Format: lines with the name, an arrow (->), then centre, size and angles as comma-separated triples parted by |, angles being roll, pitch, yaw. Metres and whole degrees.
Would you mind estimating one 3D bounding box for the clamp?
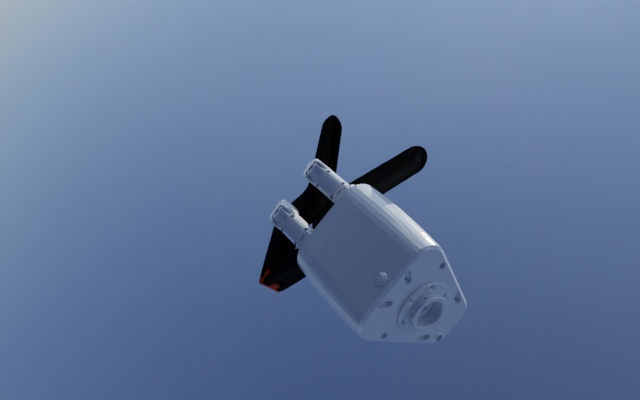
clamp -> 0.000, 0.003, 0.516 | 0.036, 0.210, 0.164 | 35, 6, -37
